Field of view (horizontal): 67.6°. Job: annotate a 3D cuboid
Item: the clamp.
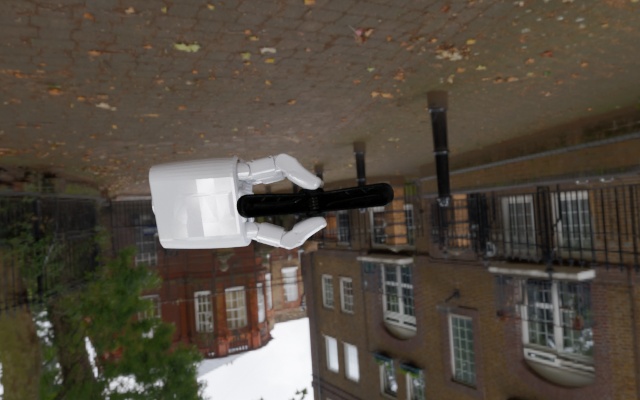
[{"bbox_3d":[0.000,0.003,0.583,0.164,0.036,0.210,-4,-2,3],"label":"clamp"}]
